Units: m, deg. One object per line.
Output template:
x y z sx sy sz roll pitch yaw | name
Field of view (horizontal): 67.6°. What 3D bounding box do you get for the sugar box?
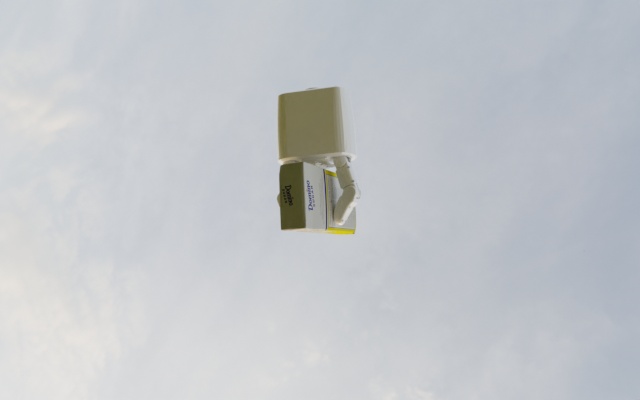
0.000 0.002 0.712 0.048 0.093 0.176 -6 -9 28 | sugar box
